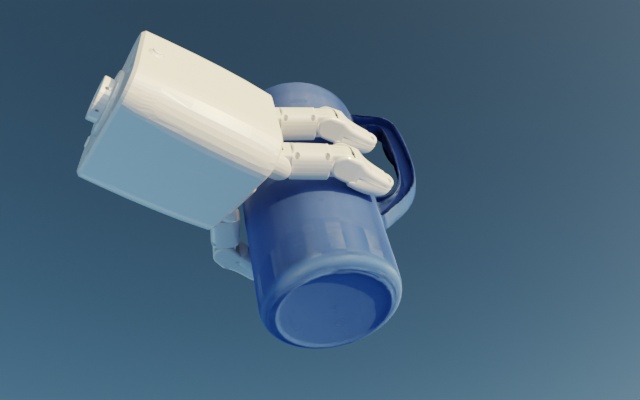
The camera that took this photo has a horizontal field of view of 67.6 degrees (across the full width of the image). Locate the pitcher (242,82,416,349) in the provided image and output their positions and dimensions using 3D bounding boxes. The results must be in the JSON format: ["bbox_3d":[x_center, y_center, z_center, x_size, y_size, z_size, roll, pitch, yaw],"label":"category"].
[{"bbox_3d":[0.000,0.001,0.436,0.145,0.149,0.242,25,30,-29],"label":"pitcher"}]
